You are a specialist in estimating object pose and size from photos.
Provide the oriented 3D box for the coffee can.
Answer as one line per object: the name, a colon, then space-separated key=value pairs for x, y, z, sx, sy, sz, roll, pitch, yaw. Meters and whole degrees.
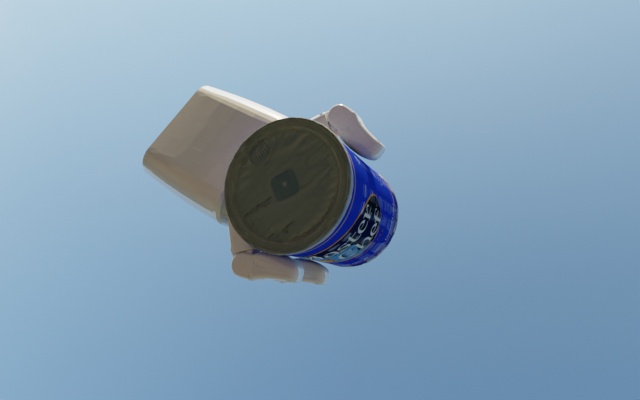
coffee can: x=0.000 y=0.001 z=0.408 sx=0.103 sy=0.102 sz=0.140 roll=0 pitch=-11 yaw=23
